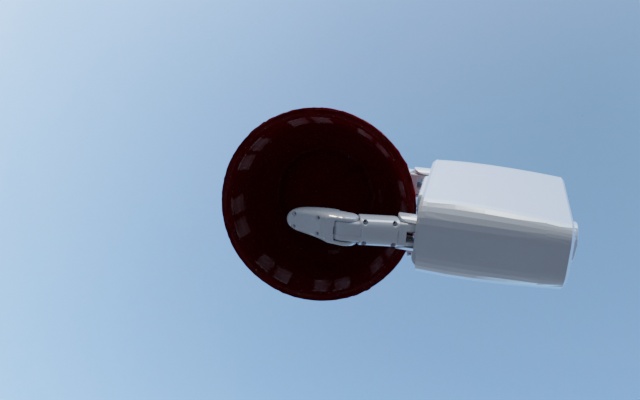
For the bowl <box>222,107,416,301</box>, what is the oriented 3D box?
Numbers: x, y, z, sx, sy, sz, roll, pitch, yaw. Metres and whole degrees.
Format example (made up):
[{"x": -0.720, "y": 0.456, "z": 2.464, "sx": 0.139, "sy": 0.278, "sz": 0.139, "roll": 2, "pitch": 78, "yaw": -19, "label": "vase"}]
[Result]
[{"x": -0.001, "y": 0.001, "z": 0.413, "sx": 0.162, "sy": 0.162, "sz": 0.055, "roll": 0, "pitch": 12, "yaw": 9, "label": "bowl"}]
